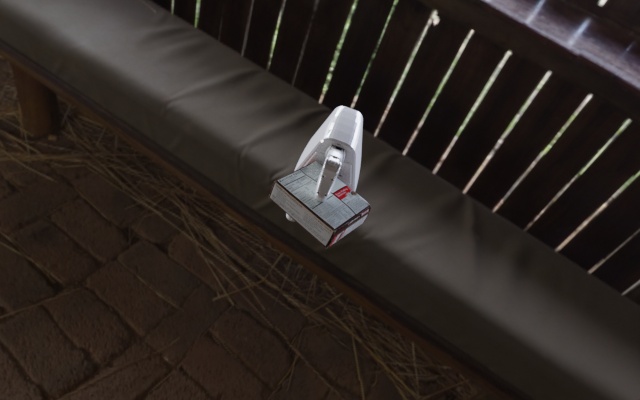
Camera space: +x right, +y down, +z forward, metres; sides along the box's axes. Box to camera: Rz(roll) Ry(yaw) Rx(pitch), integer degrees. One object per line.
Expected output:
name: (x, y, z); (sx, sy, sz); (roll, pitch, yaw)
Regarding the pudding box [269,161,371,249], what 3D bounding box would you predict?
pudding box: (0.000, 0.002, 0.656); (0.113, 0.039, 0.090); (39, 43, 20)
